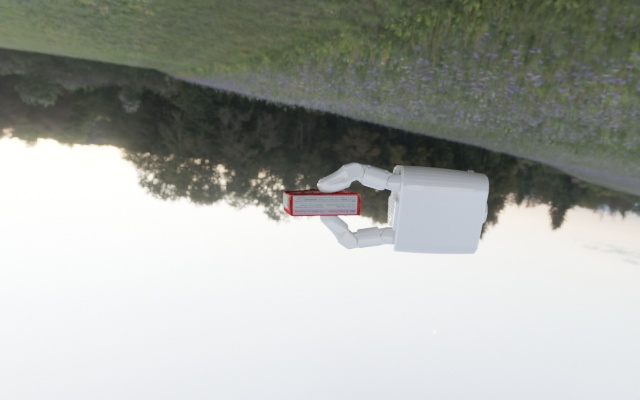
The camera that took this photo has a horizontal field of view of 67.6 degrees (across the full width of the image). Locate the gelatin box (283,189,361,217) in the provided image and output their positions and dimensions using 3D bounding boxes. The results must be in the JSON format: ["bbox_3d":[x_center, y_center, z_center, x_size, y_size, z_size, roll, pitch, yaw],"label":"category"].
[{"bbox_3d":[0.000,0.002,0.612,0.089,0.030,0.073,-1,5,-11],"label":"gelatin box"}]
